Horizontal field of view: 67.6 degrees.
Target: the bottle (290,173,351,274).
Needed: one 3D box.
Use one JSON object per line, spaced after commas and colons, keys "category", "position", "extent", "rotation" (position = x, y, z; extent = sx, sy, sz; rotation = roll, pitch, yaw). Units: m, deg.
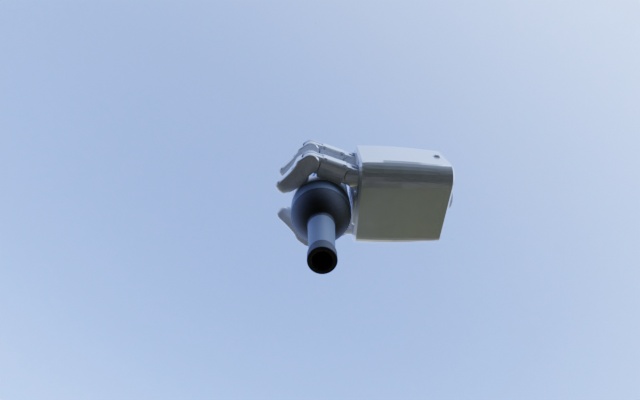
{"category": "bottle", "position": [0.000, 0.002, 0.554], "extent": [0.069, 0.069, 0.295], "rotation": [0, 20, -1]}
